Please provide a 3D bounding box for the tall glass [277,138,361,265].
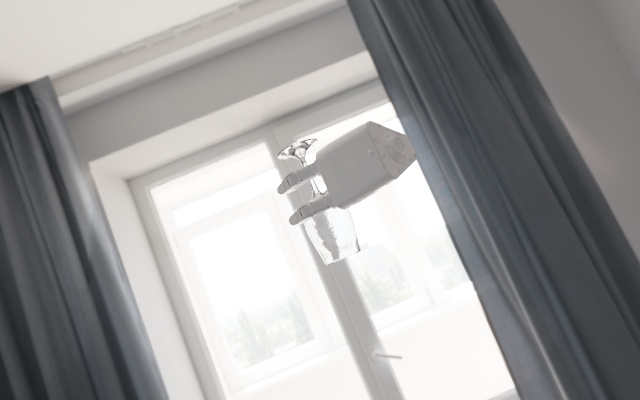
[{"bbox_3d":[0.000,0.002,0.789,0.079,0.201,0.079,-22,-9,-4],"label":"tall glass"}]
